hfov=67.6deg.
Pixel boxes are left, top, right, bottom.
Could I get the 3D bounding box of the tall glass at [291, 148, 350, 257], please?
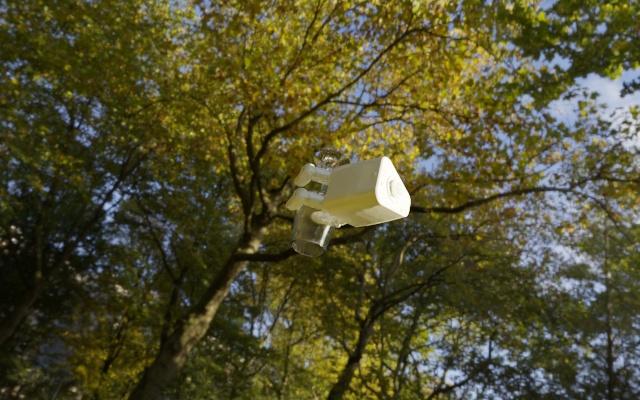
[{"bbox_3d":[0.000,0.002,0.888,0.079,0.201,0.079,11,-32,7],"label":"tall glass"}]
